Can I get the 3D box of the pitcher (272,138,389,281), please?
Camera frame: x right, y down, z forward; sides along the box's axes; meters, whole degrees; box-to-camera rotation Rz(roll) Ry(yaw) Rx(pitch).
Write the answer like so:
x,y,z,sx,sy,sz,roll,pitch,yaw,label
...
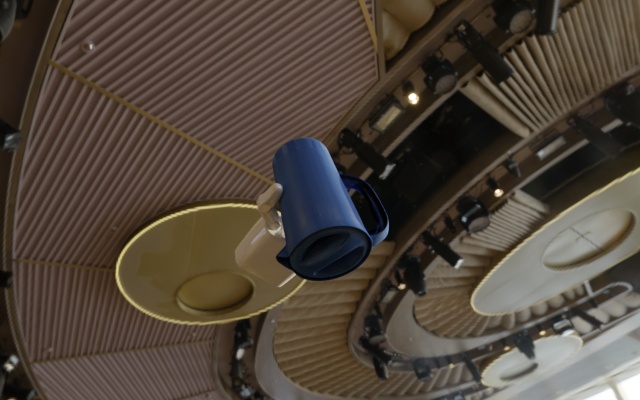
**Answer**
x,y,z,sx,sy,sz,roll,pitch,yaw,label
0.000,0.003,0.813,0.149,0.242,0.145,21,-55,-35,pitcher
